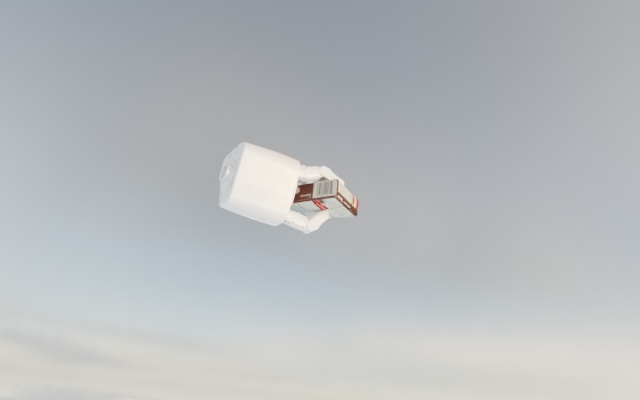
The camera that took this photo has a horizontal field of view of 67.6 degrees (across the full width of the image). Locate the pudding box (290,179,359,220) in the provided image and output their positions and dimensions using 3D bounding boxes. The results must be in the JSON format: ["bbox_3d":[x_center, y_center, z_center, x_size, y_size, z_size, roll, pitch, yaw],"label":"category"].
[{"bbox_3d":[0.000,0.003,0.870,0.113,0.039,0.090,-6,-27,28],"label":"pudding box"}]
